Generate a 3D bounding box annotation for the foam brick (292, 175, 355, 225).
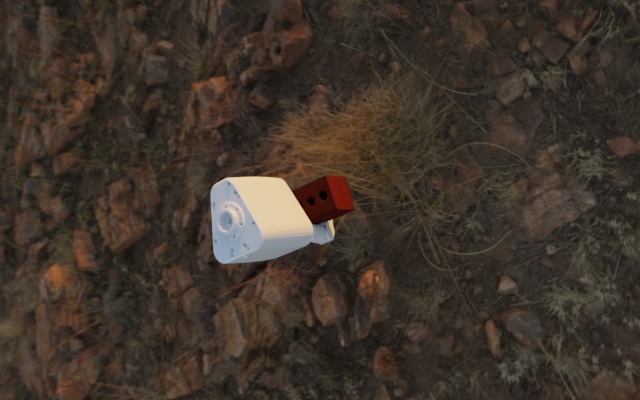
[{"bbox_3d":[0.000,0.002,0.693,0.078,0.053,0.051,-25,-16,31],"label":"foam brick"}]
